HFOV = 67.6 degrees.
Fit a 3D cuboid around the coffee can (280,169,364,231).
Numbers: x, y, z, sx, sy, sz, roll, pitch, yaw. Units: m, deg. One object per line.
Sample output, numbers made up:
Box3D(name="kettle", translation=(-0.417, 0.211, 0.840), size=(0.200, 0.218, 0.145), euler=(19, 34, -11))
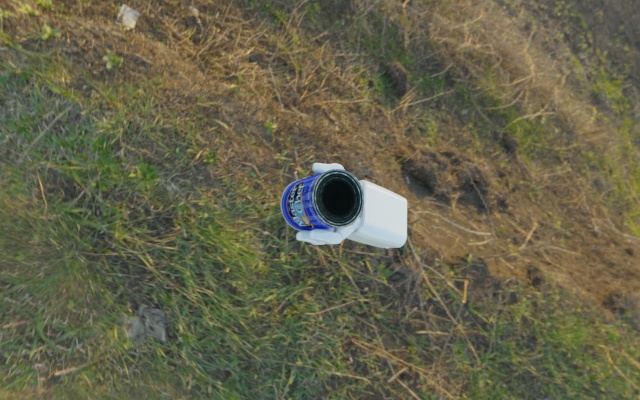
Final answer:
Box3D(name="coffee can", translation=(0.000, 0.003, 0.876), size=(0.103, 0.103, 0.140), euler=(0, -6, -27))
